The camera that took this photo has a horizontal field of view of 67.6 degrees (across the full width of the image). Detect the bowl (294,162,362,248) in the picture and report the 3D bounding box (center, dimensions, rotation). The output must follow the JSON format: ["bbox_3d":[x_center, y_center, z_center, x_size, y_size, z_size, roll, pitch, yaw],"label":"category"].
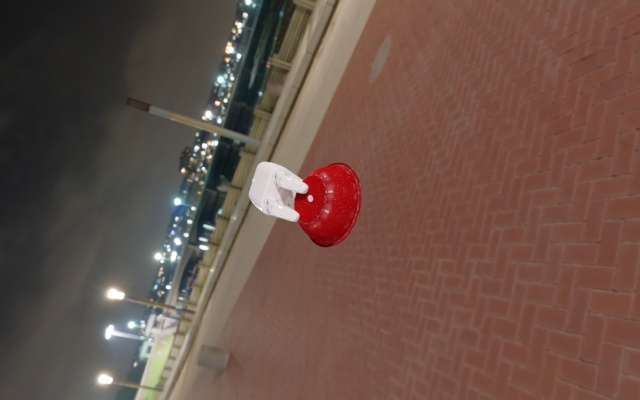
[{"bbox_3d":[0.001,0.003,0.874,0.055,0.162,0.162,14,-9,-39],"label":"bowl"}]
